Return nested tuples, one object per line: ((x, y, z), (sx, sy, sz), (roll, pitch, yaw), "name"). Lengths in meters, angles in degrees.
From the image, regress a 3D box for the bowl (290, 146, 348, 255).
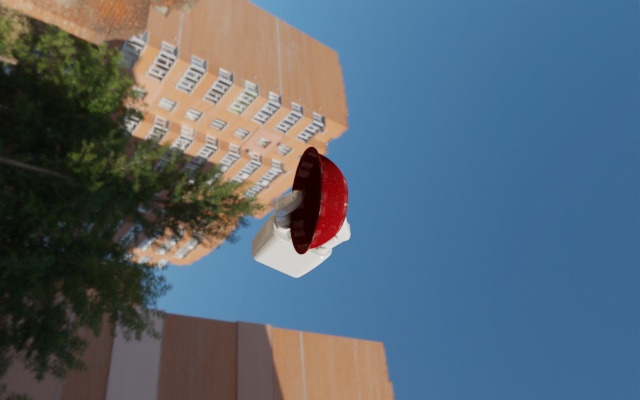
((0.001, 0.002, 0.715), (0.055, 0.162, 0.162), (6, -2, -17), "bowl")
